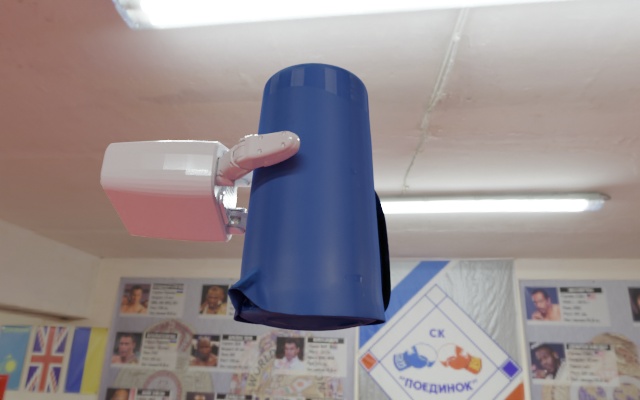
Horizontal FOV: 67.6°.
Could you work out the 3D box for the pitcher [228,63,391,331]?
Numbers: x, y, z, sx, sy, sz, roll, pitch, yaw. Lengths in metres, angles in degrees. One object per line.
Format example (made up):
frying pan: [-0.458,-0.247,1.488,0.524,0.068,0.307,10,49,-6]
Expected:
pitcher: [0.000,0.001,0.463,0.145,0.242,0.149,1,-18,3]
